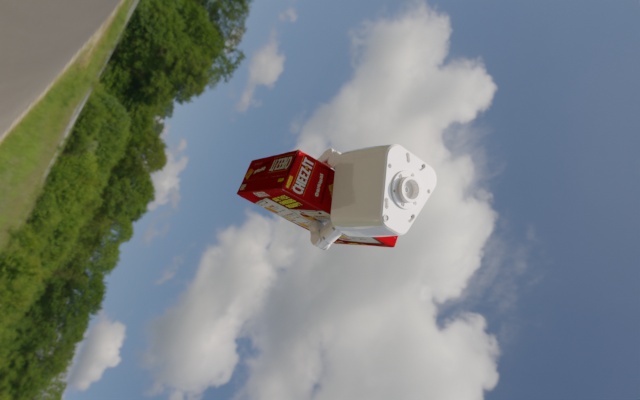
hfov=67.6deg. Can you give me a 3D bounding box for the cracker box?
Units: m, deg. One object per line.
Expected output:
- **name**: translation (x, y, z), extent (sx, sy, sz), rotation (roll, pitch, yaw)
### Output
- **cracker box**: translation (0.000, 0.003, 0.756), extent (0.214, 0.072, 0.164), rotation (29, -17, -28)
